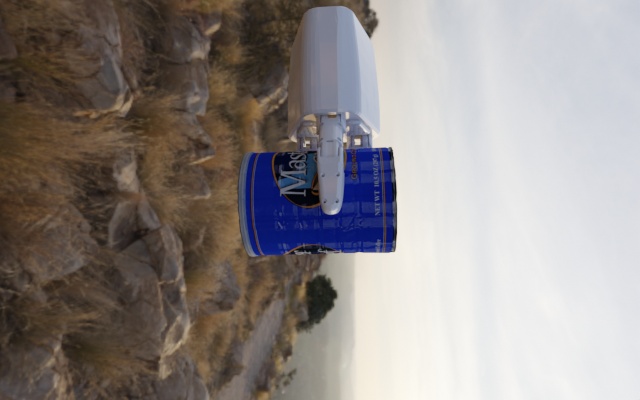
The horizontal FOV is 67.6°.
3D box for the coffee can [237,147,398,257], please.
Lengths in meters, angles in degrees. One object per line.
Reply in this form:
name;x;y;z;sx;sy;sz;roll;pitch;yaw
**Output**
coffee can;0.000;0.002;0.465;0.140;0.103;0.103;-2;0;4
